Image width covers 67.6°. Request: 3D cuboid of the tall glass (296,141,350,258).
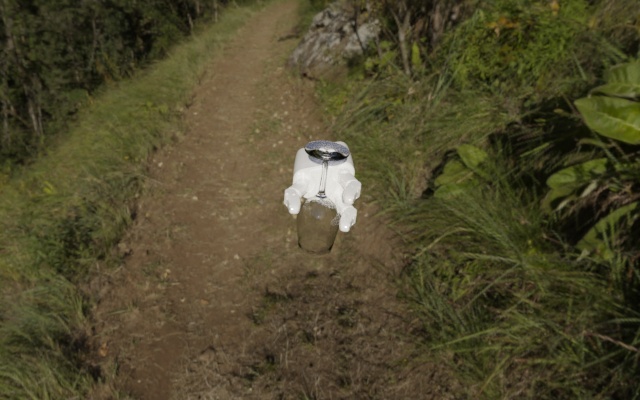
[{"bbox_3d":[0.000,0.002,0.828,0.079,0.201,0.079,5,30,-3],"label":"tall glass"}]
